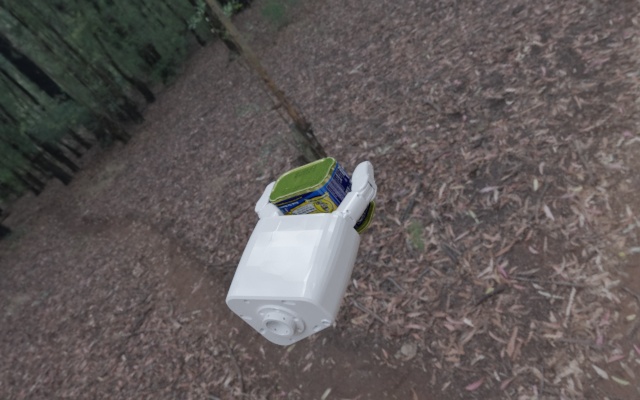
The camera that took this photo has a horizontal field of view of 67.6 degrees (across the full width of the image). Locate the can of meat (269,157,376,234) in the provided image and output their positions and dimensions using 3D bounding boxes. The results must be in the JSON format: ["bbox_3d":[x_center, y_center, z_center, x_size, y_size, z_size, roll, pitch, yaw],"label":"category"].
[{"bbox_3d":[0.000,0.002,0.574,0.102,0.057,0.084,-17,-53,38],"label":"can of meat"}]
